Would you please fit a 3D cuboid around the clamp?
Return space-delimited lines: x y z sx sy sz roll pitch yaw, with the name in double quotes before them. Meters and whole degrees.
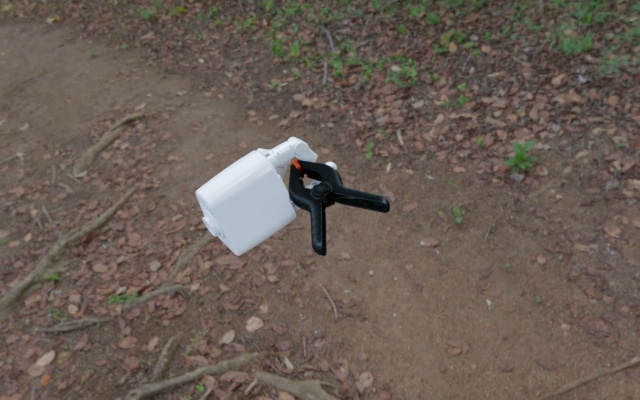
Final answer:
"clamp" 0.000 0.002 0.676 0.120 0.039 0.171 -37 48 -21
